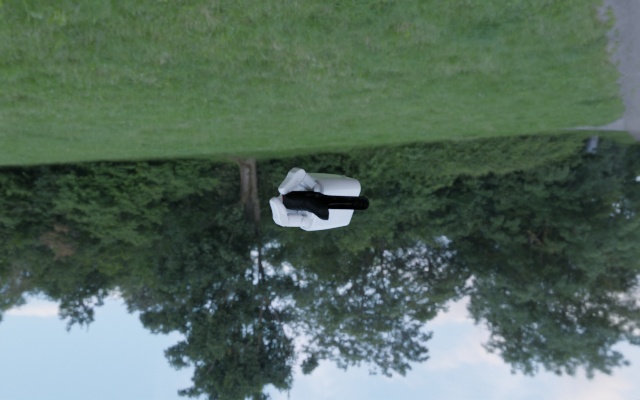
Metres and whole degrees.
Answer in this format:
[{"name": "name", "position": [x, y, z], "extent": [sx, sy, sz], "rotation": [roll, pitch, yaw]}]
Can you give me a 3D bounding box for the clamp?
[{"name": "clamp", "position": [0.000, 0.003, 0.864], "extent": [0.120, 0.039, 0.171], "rotation": [-3, 13, -39]}]
